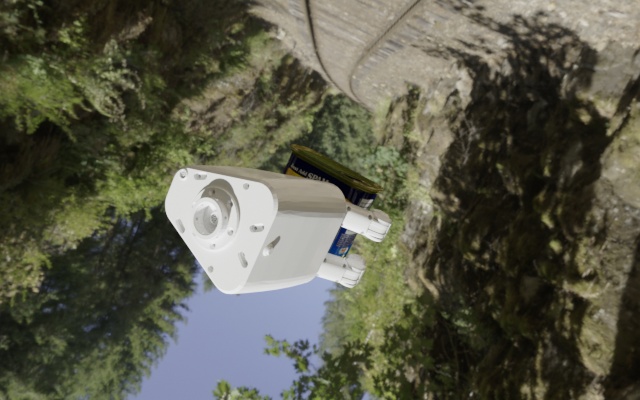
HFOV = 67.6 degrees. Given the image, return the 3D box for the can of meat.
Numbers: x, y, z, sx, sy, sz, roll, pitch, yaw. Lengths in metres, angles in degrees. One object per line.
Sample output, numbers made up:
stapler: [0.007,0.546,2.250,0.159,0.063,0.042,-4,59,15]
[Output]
can of meat: [0.000,0.002,0.495,0.102,0.084,0.057,30,13,23]
